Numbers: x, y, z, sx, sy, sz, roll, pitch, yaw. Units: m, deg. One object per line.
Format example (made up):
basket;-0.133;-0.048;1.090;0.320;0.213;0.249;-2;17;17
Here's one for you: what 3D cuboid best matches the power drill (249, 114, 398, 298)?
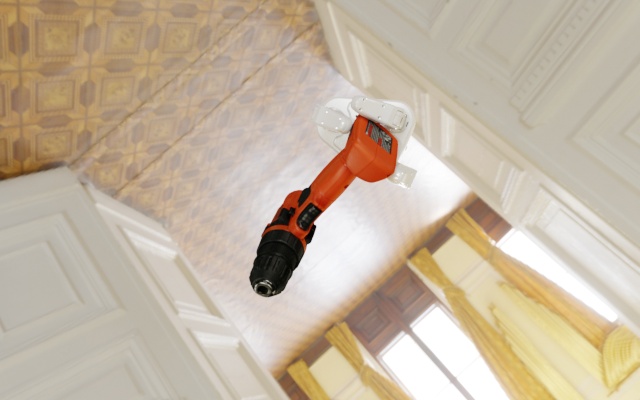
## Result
power drill;0.000;0.001;0.518;0.057;0.188;0.184;39;29;-12
